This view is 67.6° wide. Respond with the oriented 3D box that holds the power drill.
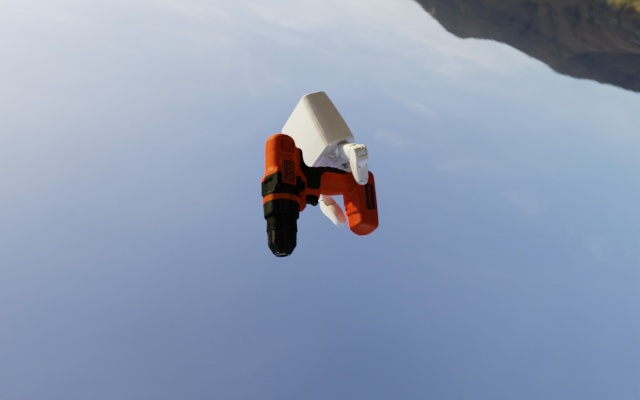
[{"bbox_3d":[0.000,0.002,0.712,0.188,0.184,0.057,13,-26,-34],"label":"power drill"}]
